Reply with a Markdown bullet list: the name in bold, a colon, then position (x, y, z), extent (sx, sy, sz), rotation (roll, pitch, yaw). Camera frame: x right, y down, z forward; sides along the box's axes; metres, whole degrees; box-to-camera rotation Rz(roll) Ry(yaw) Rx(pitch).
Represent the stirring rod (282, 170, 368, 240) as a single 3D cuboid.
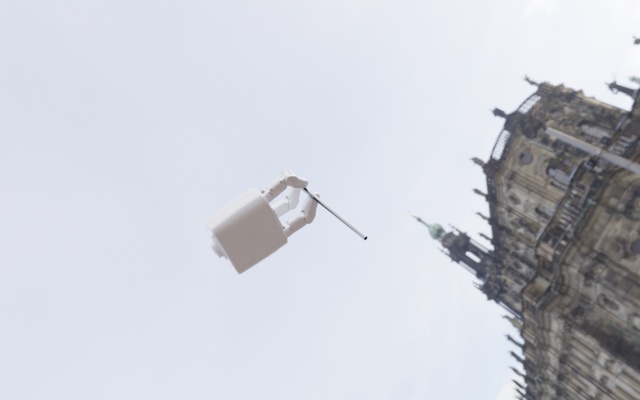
- **stirring rod**: position (0.000, 0.003, 0.827), extent (0.011, 0.011, 0.239), rotation (0, 28, -42)
